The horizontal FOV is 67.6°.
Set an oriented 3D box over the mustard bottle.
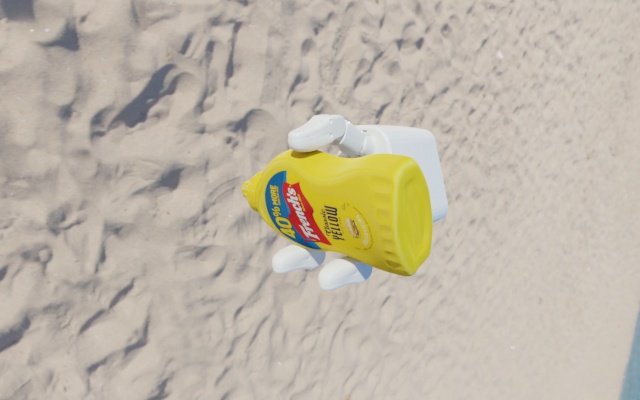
[{"bbox_3d":[0.000,0.002,0.421,0.191,0.096,0.058,11,38,39],"label":"mustard bottle"}]
